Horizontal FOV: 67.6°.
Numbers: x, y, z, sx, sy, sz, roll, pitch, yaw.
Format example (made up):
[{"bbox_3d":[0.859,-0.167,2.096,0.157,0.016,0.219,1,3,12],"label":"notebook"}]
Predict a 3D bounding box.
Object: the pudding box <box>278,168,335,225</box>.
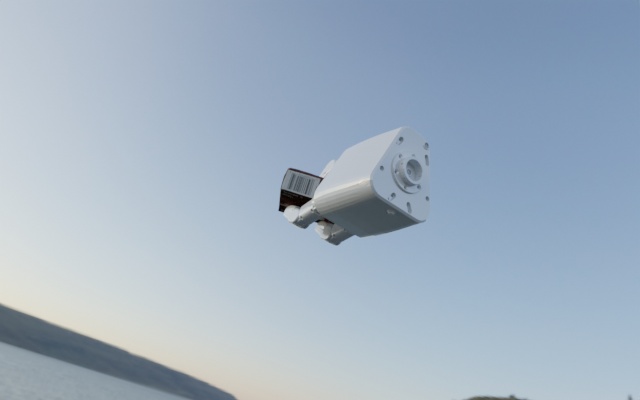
[{"bbox_3d":[0.000,0.002,0.663,0.113,0.039,0.090,19,-22,0],"label":"pudding box"}]
